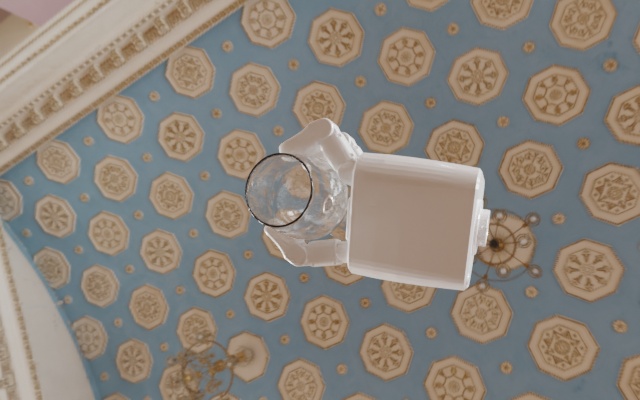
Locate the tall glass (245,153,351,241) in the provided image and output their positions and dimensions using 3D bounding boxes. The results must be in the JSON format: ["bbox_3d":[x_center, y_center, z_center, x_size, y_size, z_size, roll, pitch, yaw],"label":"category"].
[{"bbox_3d":[0.000,0.002,0.480,0.079,0.079,0.201,0,-6,21],"label":"tall glass"}]
